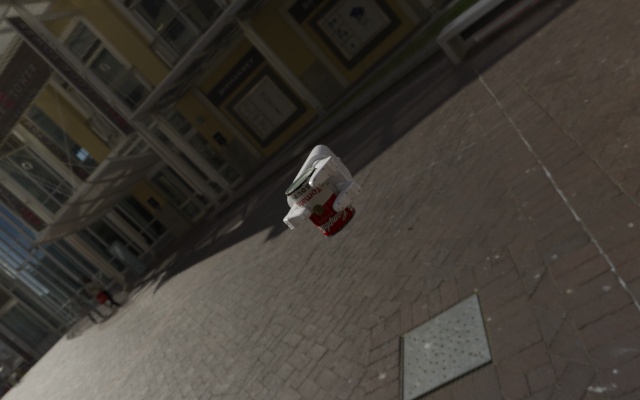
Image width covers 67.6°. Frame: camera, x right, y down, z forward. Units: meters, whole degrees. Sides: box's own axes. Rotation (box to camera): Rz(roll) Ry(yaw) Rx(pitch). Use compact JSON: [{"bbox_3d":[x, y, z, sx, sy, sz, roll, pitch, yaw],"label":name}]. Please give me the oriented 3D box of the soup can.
[{"bbox_3d":[0.000,0.003,0.794,0.068,0.102,0.068,-41,13,11],"label":"soup can"}]
